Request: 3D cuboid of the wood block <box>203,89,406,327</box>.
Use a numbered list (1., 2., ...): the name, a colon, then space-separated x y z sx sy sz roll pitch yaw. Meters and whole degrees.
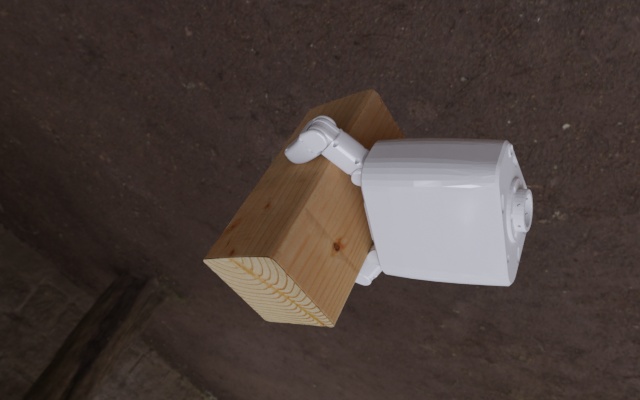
1. wood block: 0.000 0.001 0.444 0.090 0.206 0.091 -8 -50 43
